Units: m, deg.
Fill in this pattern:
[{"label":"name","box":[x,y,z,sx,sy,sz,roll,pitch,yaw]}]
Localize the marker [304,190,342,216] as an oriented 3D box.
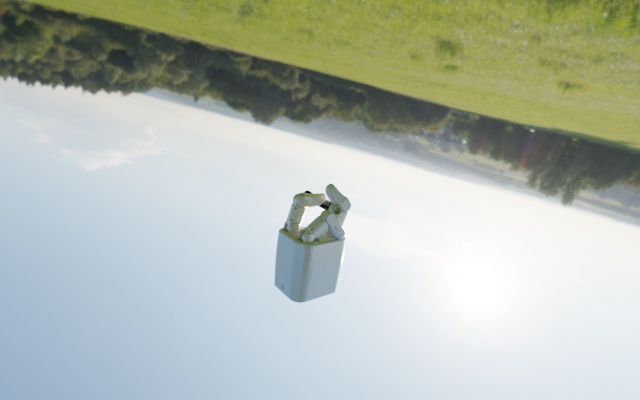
[{"label":"marker","box":[0.000,0.003,0.870,0.020,0.020,0.121,0,14,-30]}]
